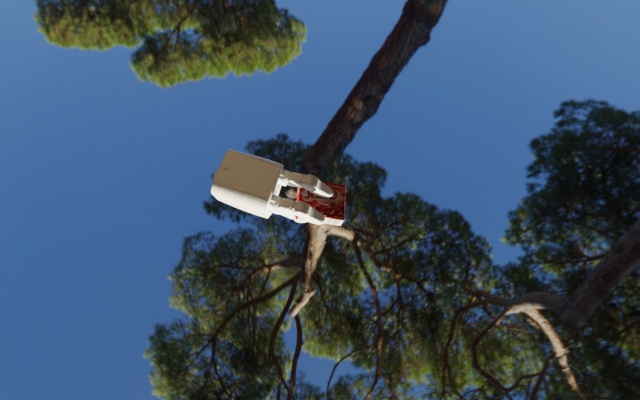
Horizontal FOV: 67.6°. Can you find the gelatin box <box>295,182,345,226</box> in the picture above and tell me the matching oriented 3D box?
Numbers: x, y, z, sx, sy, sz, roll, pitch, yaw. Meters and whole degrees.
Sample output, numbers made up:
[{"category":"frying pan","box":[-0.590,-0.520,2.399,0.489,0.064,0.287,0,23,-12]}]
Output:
[{"category":"gelatin box","box":[0.000,0.003,0.881,0.089,0.073,0.030,8,-26,-11]}]
